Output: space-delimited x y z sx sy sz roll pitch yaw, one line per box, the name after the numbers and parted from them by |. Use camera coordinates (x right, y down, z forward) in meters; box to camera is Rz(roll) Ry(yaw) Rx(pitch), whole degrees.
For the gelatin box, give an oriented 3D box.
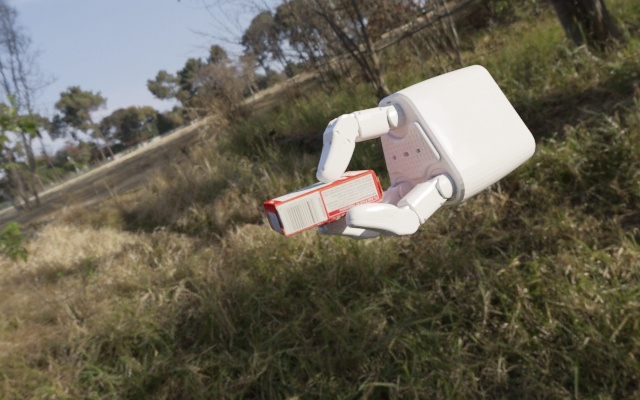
0.000 0.001 0.412 0.089 0.030 0.073 -20 6 -13 | gelatin box
